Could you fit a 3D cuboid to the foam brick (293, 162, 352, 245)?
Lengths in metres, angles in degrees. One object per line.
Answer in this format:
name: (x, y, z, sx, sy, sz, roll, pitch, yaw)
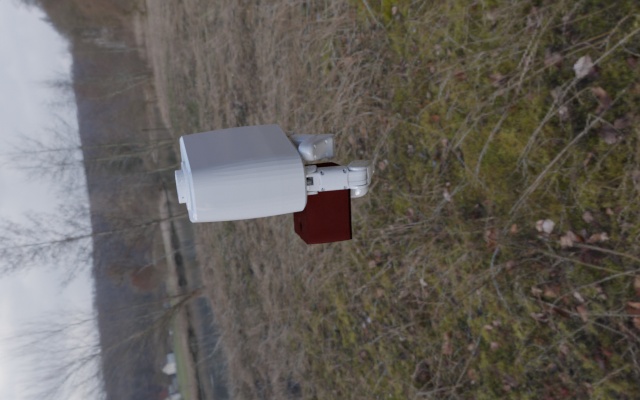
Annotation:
foam brick: (0.000, 0.002, 0.513, 0.051, 0.078, 0.053, -8, 16, -19)
